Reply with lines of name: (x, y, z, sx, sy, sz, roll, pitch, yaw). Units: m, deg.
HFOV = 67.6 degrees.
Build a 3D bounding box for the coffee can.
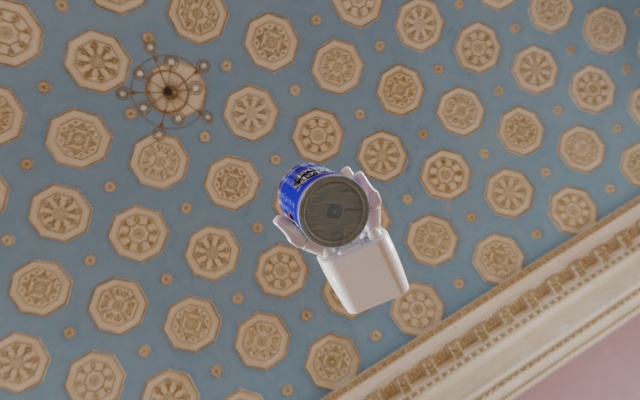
coffee can: (0.000, 0.002, 0.717, 0.103, 0.103, 0.140, 0, 11, -17)
